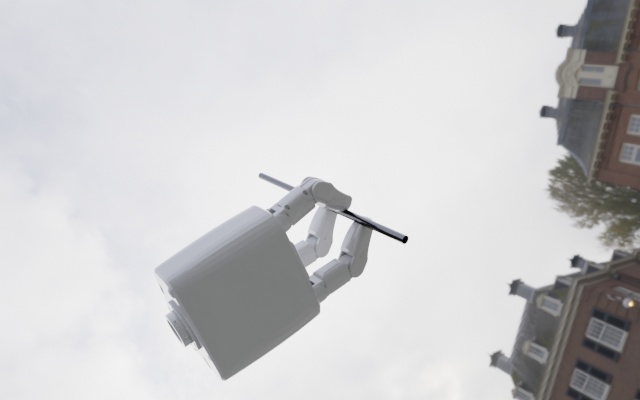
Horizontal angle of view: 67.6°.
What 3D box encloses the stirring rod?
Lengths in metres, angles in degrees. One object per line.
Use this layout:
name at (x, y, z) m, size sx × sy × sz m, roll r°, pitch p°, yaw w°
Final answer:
stirring rod at (0.000, 0.002, 0.505) m, size 0.011 × 0.011 × 0.239 m, roll 0°, pitch 16°, yaw -40°
